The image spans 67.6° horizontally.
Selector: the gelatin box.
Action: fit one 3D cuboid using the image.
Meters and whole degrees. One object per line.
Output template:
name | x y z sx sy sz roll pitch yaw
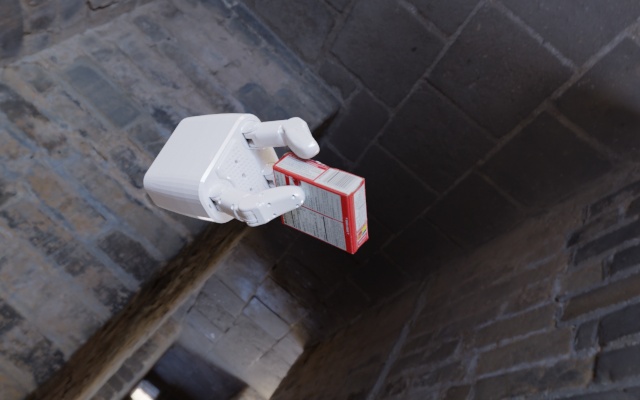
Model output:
gelatin box | 0.000 0.002 0.448 0.089 0.073 0.030 22 48 31
